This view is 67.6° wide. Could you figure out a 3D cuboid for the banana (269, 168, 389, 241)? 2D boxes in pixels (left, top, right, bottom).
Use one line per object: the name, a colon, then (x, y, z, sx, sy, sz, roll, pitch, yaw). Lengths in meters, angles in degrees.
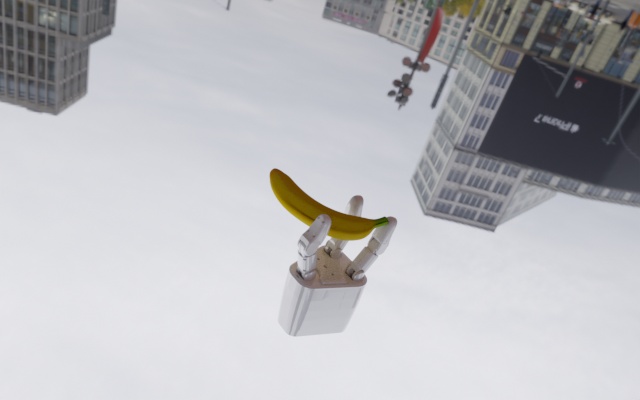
banana: (-0.006, 0.011, 0.684, 0.198, 0.037, 0.069, 26, 34, 18)
